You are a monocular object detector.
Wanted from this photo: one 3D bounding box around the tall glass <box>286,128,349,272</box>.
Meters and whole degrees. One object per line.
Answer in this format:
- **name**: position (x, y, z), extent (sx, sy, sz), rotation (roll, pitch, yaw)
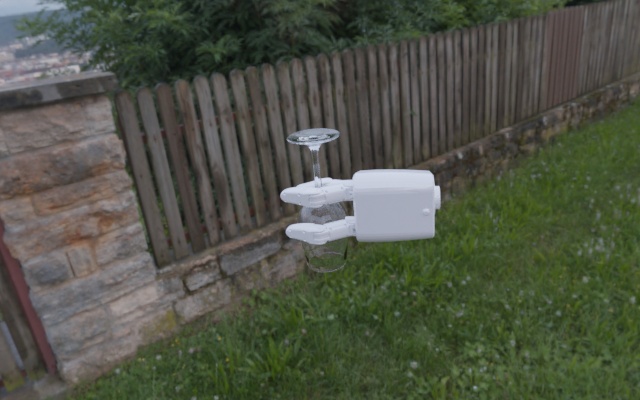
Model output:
- **tall glass**: position (0.000, 0.002, 0.692), extent (0.079, 0.201, 0.079), rotation (-5, 23, 2)
